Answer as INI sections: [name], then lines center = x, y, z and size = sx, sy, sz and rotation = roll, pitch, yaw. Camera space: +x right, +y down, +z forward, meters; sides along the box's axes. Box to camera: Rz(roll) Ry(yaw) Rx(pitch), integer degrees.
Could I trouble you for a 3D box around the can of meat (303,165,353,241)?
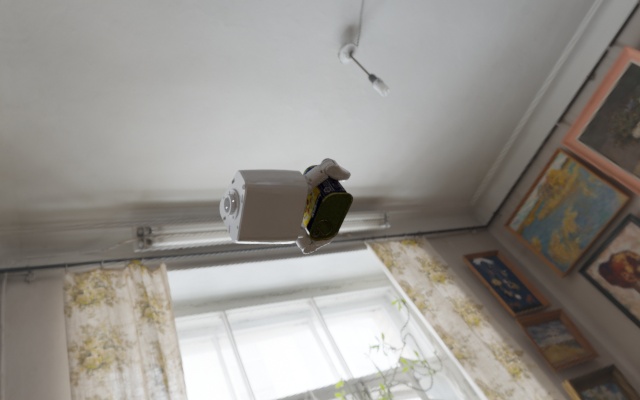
[can of meat]
center = 0.000, 0.002, 0.805
size = 0.057, 0.102, 0.084
rotation = -1, 40, -32
